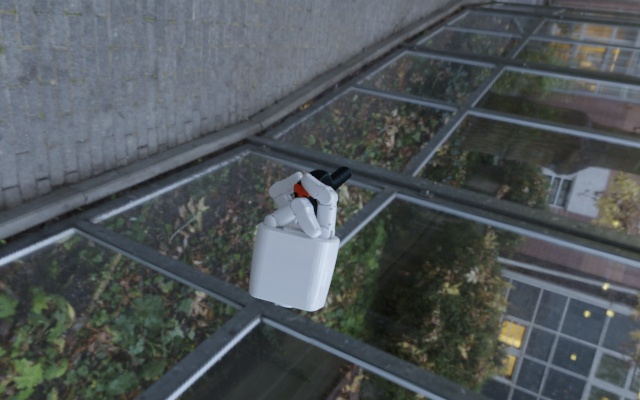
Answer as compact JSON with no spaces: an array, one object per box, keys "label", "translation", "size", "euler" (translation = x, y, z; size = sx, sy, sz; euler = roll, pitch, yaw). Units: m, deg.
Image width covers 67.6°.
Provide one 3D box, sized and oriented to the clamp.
[{"label":"clamp","translation":[0.001,0.003,0.772],"size":[0.039,0.120,0.171],"euler":[13,8,25]}]
